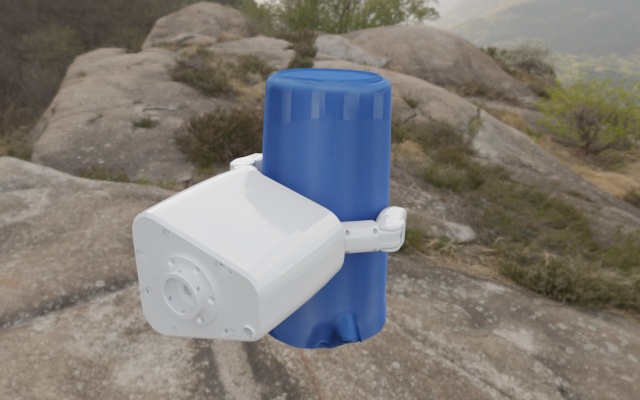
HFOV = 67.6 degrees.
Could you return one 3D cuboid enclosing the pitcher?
[{"bbox_3d":[0.000,0.002,0.458,0.149,0.243,0.145,12,23,26],"label":"pitcher"}]
